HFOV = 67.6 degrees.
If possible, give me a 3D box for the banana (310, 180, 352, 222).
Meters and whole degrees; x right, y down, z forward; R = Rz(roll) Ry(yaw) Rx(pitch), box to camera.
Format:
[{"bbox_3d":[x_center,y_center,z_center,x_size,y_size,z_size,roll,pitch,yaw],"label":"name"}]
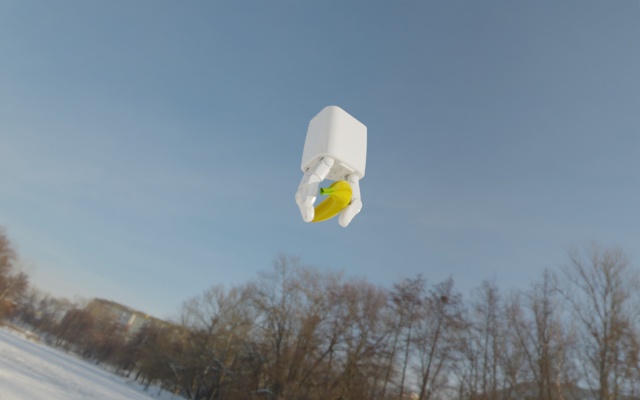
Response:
[{"bbox_3d":[0.019,0.000,0.871,0.069,0.037,0.198,-5,-17,-9],"label":"banana"}]
